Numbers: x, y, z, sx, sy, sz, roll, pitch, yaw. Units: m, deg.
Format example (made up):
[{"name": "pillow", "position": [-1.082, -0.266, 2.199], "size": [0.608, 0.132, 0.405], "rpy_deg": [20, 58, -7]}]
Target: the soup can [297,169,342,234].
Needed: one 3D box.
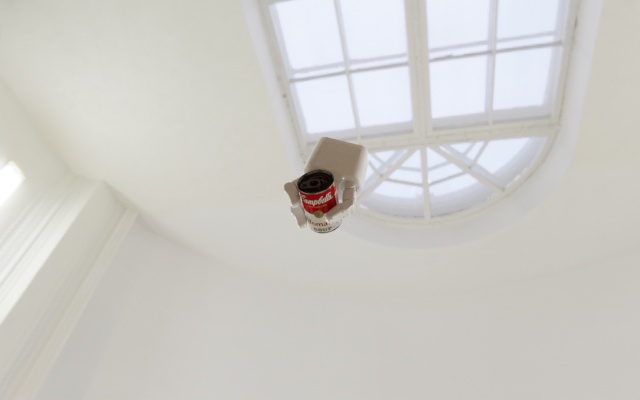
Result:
[{"name": "soup can", "position": [0.000, 0.003, 0.884], "size": [0.068, 0.102, 0.068], "rpy_deg": [-8, 41, 7]}]
